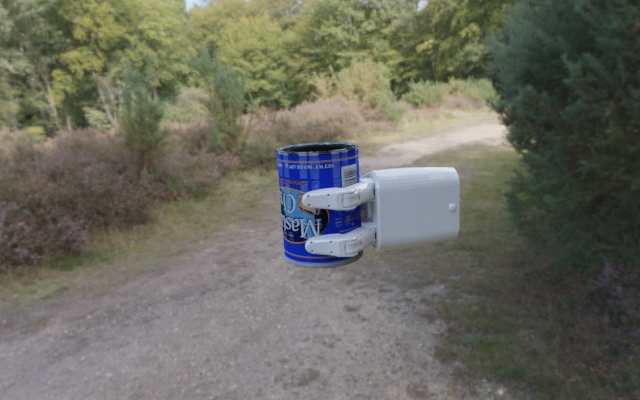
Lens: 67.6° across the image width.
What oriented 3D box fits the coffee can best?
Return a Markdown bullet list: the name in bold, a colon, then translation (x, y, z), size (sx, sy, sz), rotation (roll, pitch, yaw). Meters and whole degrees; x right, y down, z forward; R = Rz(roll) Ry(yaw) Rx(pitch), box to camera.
- **coffee can**: translation (0.000, 0.002, 0.602), size (0.103, 0.140, 0.102), rotation (-3, 13, 1)
